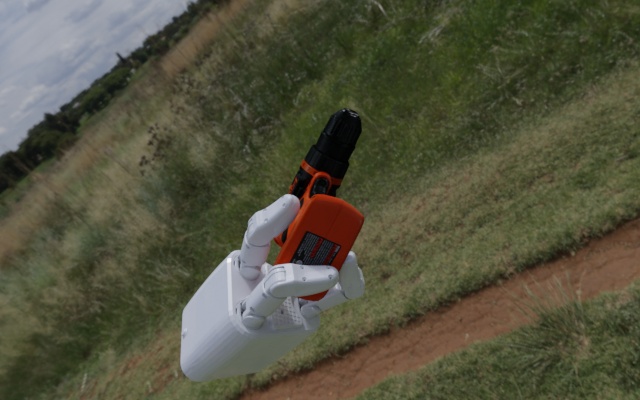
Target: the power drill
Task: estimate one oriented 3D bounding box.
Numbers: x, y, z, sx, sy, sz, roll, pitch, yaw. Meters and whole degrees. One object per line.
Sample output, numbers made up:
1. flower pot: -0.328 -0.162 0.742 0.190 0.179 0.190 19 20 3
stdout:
1. power drill: 0.000 0.002 0.500 0.057 0.184 0.187 22 18 -9
